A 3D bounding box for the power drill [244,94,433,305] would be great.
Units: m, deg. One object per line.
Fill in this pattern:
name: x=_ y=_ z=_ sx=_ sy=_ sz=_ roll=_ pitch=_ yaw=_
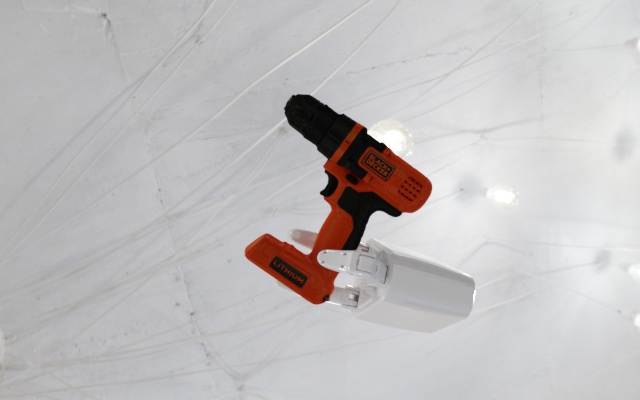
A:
power drill: x=0.000 y=0.002 z=0.518 sx=0.184 sy=0.187 sz=0.057 roll=36 pitch=5 yaw=1
